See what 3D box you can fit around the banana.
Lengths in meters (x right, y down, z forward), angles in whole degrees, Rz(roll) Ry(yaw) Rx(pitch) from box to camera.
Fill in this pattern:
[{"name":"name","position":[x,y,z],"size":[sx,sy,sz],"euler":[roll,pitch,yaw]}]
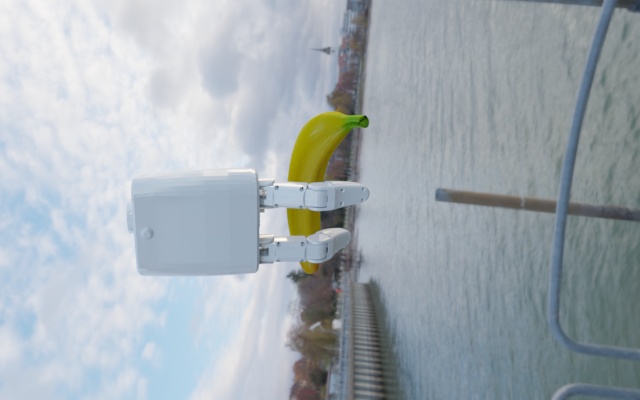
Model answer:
[{"name":"banana","position":[-0.008,-0.013,0.480],"size":[0.037,0.198,0.069],"euler":[-10,44,-29]}]
